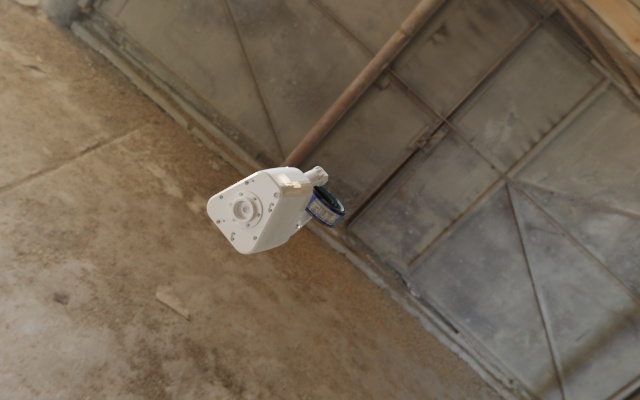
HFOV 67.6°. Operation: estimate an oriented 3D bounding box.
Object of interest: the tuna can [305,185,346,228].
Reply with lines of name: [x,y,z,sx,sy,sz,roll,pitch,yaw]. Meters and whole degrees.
tuna can: [0.001,0.002,0.774,0.086,0.034,0.086,41,14,-12]
